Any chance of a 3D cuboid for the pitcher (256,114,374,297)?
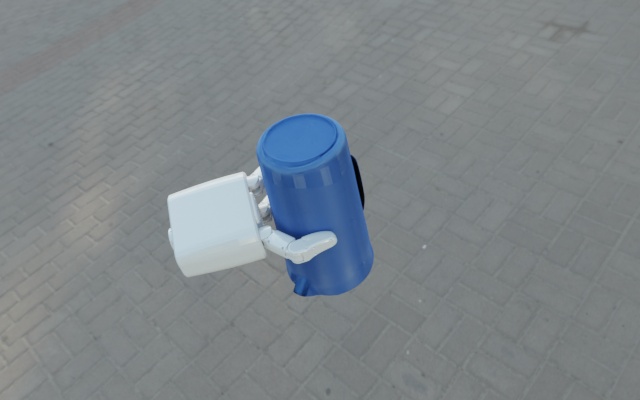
[{"bbox_3d":[0.000,0.002,0.645,0.145,0.243,0.149,-15,45,-2],"label":"pitcher"}]
